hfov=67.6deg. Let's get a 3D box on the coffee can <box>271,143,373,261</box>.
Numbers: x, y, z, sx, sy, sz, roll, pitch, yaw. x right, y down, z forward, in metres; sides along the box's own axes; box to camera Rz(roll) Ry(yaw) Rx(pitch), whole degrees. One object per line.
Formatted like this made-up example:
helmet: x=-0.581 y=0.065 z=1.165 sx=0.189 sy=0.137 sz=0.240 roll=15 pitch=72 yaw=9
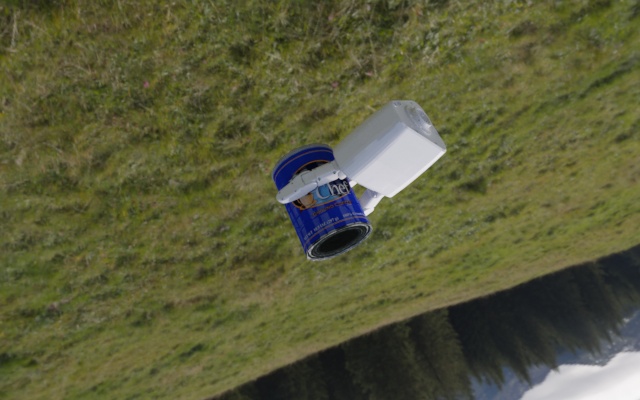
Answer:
coffee can: x=0.000 y=0.002 z=0.699 sx=0.103 sy=0.140 sz=0.103 roll=-21 pitch=-24 yaw=-10
